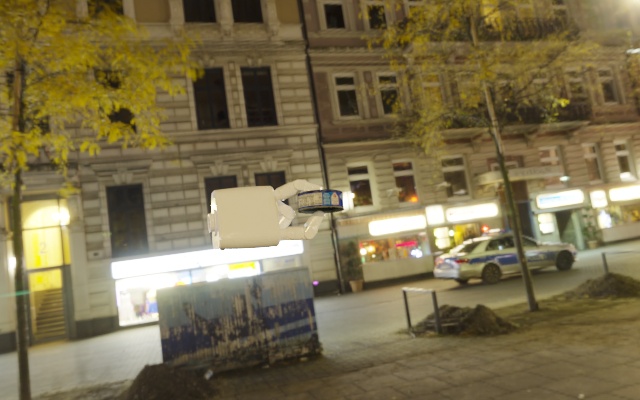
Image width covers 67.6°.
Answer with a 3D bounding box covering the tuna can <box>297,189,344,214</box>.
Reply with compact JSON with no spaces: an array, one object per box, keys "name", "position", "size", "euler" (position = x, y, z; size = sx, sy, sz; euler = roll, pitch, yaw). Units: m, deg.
[{"name":"tuna can","position":[0.000,0.002,0.875],"size":[0.086,0.033,0.086],"euler":[-3,-8,0]}]
